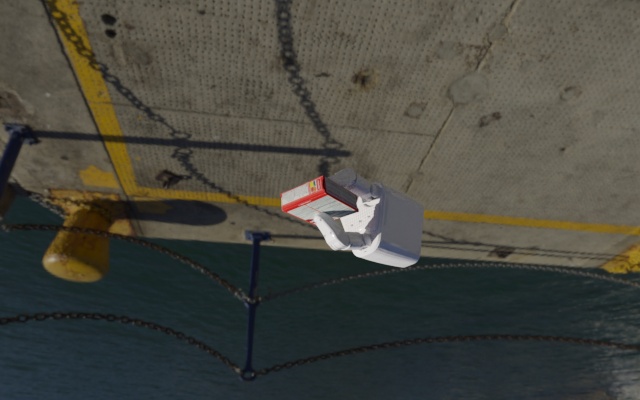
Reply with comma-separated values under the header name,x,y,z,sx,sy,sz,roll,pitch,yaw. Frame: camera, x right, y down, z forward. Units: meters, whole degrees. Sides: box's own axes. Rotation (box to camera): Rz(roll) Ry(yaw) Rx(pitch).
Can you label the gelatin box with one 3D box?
name,x,y,z,sx,sy,sz,roll,pitch,yaw
gelatin box,0.000,0.003,0.666,0.073,0.030,0.089,-21,-28,29
